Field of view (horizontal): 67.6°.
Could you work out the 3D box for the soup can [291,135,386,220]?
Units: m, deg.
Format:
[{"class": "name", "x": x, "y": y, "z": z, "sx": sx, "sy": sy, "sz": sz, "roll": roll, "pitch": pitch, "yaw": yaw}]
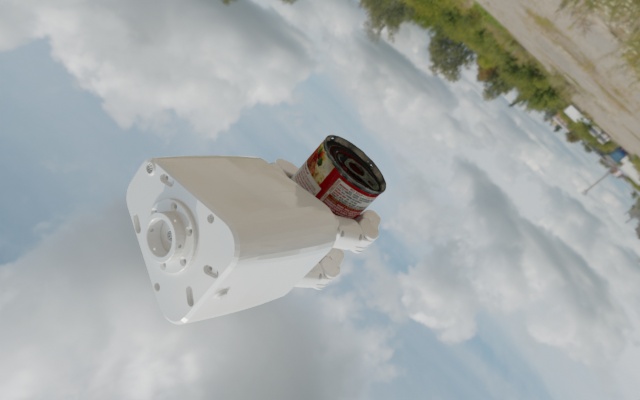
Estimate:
[{"class": "soup can", "x": 0.000, "y": 0.001, "z": 0.429, "sx": 0.102, "sy": 0.068, "sz": 0.068, "roll": -47, "pitch": -26, "yaw": 26}]
